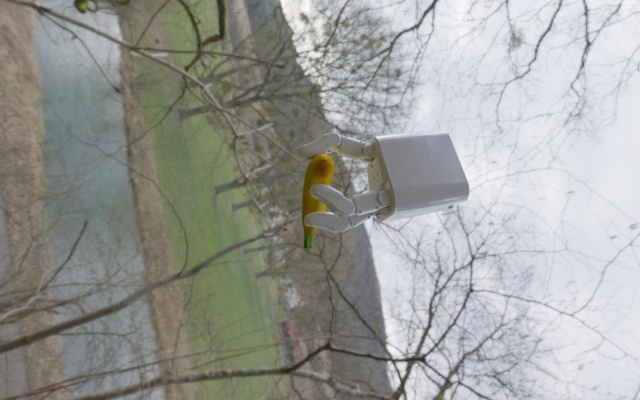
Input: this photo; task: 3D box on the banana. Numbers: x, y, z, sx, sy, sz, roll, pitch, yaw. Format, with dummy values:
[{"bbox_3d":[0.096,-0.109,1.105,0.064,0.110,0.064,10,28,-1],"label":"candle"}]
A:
[{"bbox_3d":[-0.003,-0.011,0.665,0.037,0.069,0.198,-4,-36,-10],"label":"banana"}]
